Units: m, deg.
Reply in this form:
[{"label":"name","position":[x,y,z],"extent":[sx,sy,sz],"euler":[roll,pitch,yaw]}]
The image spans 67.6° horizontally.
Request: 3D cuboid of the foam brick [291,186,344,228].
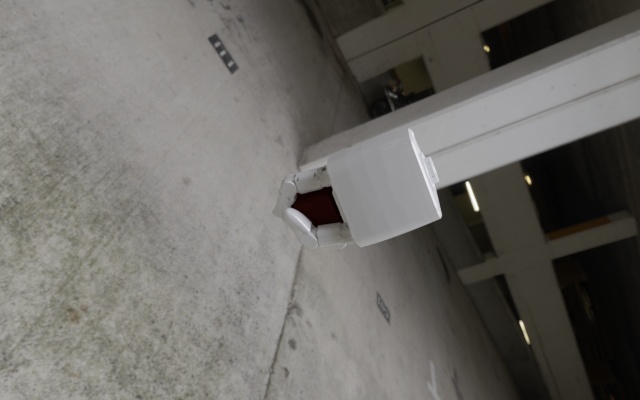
[{"label":"foam brick","position":[0.000,0.002,0.627],"extent":[0.051,0.053,0.078],"euler":[-19,26,16]}]
